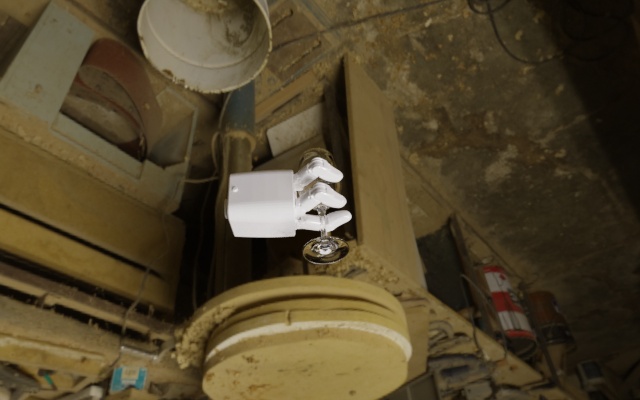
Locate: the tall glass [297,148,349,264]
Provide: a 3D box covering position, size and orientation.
[{"bbox_3d":[0.000,0.003,0.804,0.079,0.200,0.079,-3,-40,-3],"label":"tall glass"}]
